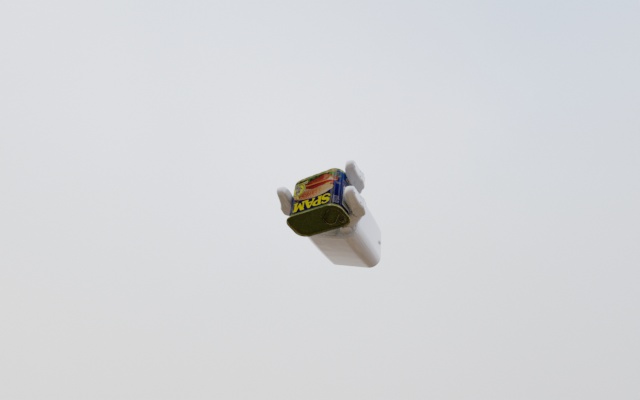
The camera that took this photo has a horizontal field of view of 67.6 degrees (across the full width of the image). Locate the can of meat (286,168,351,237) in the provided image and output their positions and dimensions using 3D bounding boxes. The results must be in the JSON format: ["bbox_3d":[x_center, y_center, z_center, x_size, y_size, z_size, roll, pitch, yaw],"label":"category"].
[{"bbox_3d":[0.000,0.002,0.781,0.102,0.084,0.057,-18,-46,27],"label":"can of meat"}]
